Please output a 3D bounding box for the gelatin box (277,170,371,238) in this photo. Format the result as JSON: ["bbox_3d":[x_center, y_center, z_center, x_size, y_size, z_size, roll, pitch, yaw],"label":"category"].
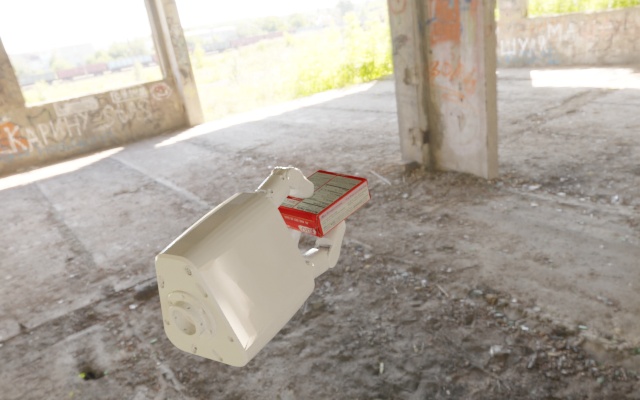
[{"bbox_3d":[0.000,0.001,0.528,0.073,0.030,0.089,13,38,41],"label":"gelatin box"}]
